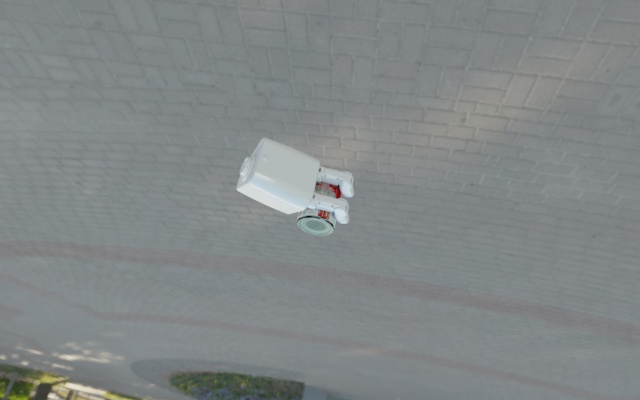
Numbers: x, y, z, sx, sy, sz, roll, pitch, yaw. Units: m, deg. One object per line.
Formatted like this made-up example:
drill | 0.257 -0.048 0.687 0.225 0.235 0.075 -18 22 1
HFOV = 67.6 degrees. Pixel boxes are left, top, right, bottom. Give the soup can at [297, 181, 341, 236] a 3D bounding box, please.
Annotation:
soup can | 0.000 0.003 0.848 0.068 0.102 0.068 9 -30 5
